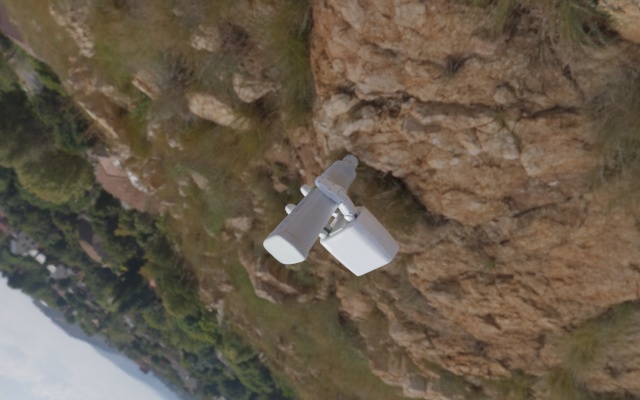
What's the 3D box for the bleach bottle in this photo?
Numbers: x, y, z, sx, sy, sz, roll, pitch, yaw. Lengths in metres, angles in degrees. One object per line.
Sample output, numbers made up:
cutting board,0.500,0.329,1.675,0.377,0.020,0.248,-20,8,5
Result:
bleach bottle,0.000,0.003,0.890,0.068,0.250,0.102,45,-29,-12
